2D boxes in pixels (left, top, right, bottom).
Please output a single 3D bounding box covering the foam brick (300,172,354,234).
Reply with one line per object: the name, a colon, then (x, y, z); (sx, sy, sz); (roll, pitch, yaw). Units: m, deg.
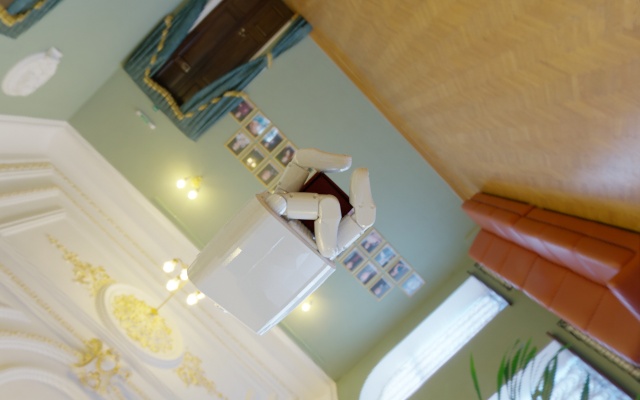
foam brick: (0.000, 0.002, 0.531); (0.053, 0.051, 0.078); (44, 4, -4)
